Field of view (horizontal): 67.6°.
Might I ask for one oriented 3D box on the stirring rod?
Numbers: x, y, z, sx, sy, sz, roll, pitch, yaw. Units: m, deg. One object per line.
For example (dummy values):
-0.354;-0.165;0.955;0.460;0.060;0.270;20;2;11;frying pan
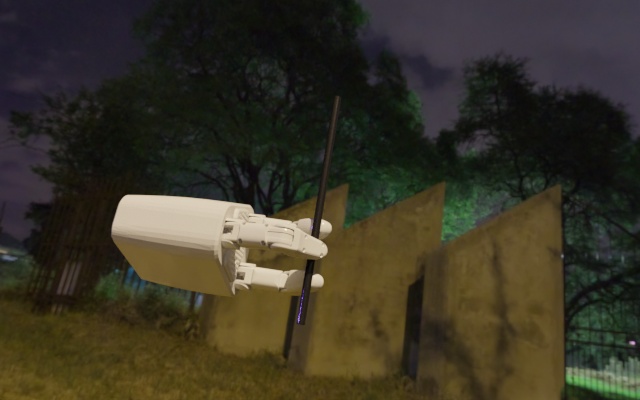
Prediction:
0.000;0.002;0.478;0.011;0.239;0.011;8;-18;3;stirring rod
